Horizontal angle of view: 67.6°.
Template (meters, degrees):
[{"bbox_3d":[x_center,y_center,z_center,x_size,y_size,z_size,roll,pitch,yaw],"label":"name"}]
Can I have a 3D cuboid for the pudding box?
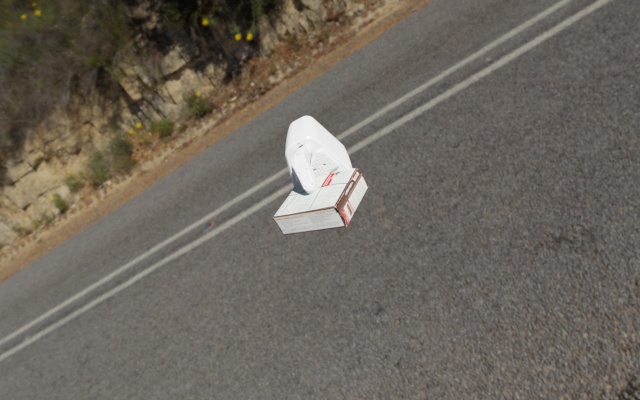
[{"bbox_3d":[0.000,0.002,0.671,0.113,0.039,0.090,-12,33,37],"label":"pudding box"}]
